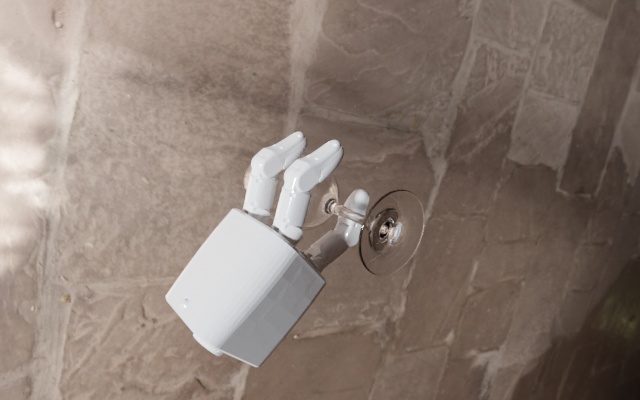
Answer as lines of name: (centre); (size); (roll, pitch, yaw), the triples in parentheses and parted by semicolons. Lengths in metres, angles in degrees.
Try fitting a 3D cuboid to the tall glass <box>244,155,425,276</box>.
tall glass: (0.001, 0.002, 0.465); (0.079, 0.079, 0.201); (0, 15, -38)
